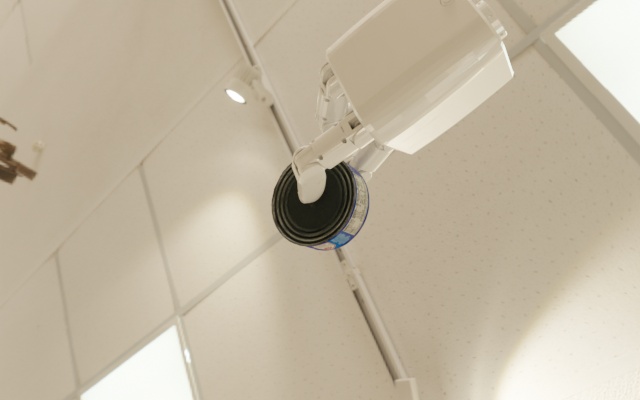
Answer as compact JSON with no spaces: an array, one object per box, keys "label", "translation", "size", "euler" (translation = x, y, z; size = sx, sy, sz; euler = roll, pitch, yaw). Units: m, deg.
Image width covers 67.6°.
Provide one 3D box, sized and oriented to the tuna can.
[{"label":"tuna can","translation":[0.000,0.002,0.430],"size":[0.086,0.086,0.034],"euler":[0,-14,32]}]
